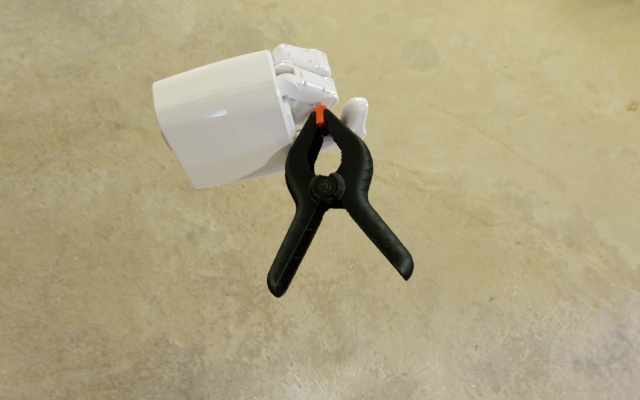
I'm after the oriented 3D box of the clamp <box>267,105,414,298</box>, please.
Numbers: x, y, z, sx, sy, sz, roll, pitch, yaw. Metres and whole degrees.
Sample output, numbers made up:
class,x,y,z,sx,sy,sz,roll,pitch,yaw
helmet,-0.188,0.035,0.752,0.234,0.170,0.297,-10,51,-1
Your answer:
class,x,y,z,sx,sy,sz,roll,pitch,yaw
clamp,0.000,0.001,0.412,0.120,0.171,0.039,-15,-26,3
